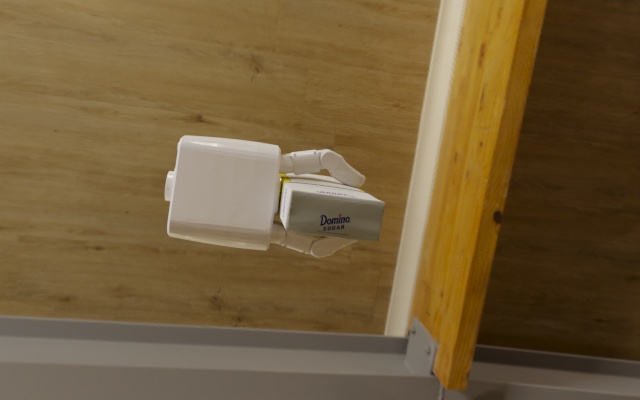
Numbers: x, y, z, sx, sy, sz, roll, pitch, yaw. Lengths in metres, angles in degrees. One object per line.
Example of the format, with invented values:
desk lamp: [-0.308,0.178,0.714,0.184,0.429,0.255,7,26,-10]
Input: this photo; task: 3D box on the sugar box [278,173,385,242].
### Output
sugar box: [0.000,0.002,0.524,0.093,0.048,0.176,8,10,-10]
